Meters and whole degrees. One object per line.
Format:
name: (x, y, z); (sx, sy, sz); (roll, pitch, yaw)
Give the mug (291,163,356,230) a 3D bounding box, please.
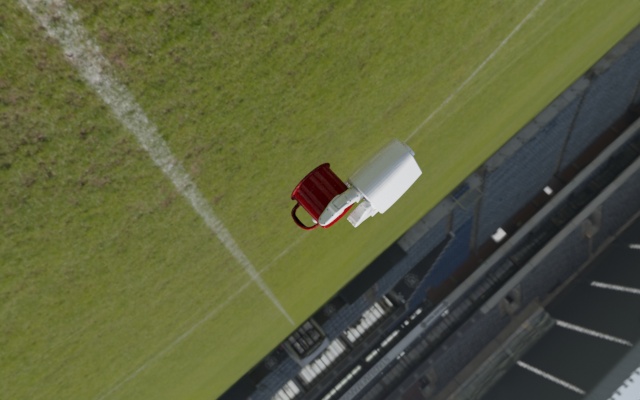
mug: (-0.001, 0.004, 0.840); (0.117, 0.081, 0.093); (-44, -12, 6)
